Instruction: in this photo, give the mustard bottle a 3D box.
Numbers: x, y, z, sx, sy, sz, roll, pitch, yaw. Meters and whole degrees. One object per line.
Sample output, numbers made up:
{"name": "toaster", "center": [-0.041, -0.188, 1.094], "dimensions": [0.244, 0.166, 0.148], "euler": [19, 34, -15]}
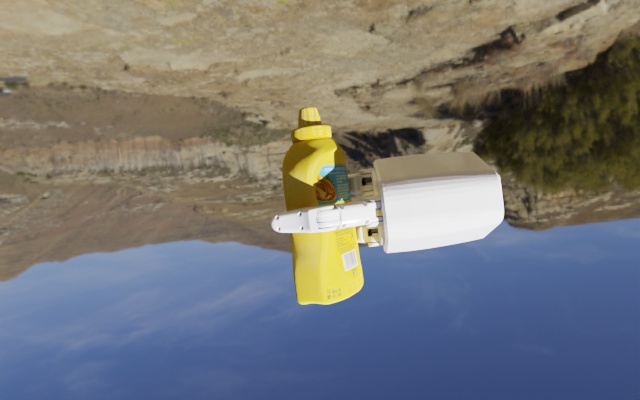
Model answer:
{"name": "mustard bottle", "center": [0.000, 0.002, 0.485], "dimensions": [0.058, 0.191, 0.096], "euler": [-6, 2, 29]}
